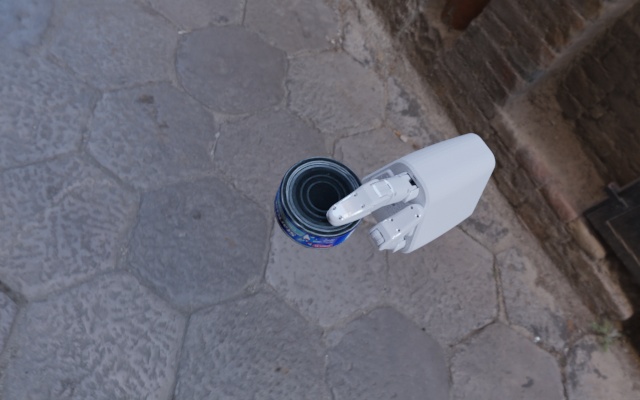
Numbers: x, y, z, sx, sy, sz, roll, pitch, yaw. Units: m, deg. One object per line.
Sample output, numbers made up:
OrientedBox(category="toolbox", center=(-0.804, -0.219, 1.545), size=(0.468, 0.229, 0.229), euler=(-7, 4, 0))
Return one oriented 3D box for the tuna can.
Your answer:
OrientedBox(category="tuna can", center=(0.000, 0.001, 0.460), size=(0.086, 0.086, 0.034), euler=(0, -24, -15))
